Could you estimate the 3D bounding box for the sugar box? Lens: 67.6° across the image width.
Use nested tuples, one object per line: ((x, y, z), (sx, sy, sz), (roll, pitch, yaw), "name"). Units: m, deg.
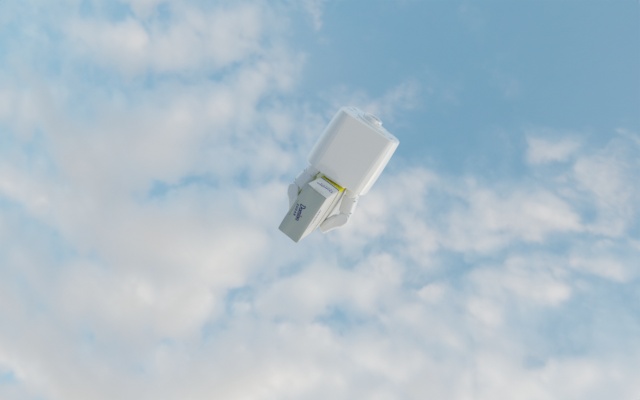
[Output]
((0.000, 0.002, 0.806), (0.048, 0.093, 0.176), (38, 21, 11), "sugar box")
